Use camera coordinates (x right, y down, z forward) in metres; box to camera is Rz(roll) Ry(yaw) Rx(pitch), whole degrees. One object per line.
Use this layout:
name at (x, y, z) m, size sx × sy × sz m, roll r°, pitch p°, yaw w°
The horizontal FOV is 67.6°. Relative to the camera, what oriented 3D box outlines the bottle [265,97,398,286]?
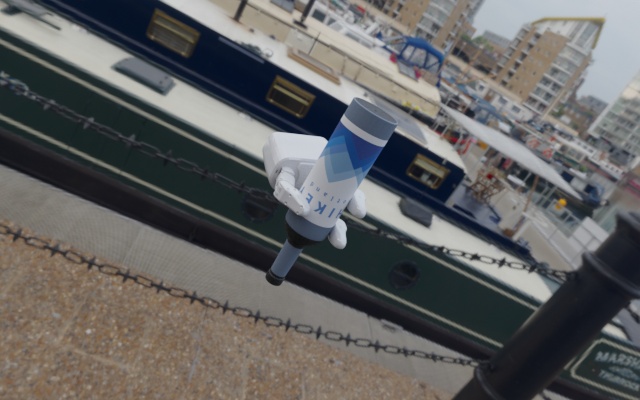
bottle at (0.000, 0.002, 0.663) m, size 0.069 × 0.296 × 0.069 m, roll 27°, pitch 22°, yaw -12°
